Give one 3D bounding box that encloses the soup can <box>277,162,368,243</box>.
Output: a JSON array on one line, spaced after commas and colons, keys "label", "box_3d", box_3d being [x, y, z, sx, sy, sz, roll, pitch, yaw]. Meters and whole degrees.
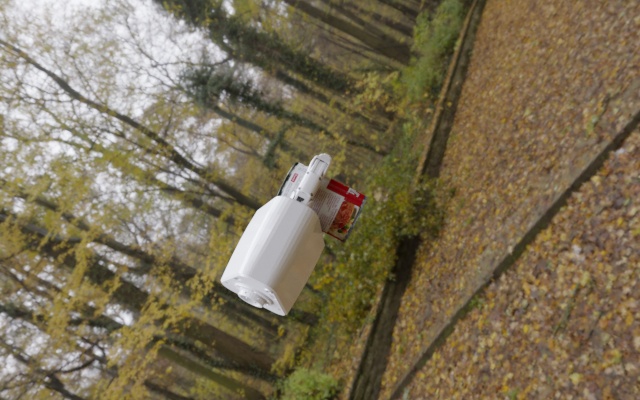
[{"label": "soup can", "box_3d": [0.000, 0.001, 0.614, 0.102, 0.068, 0.068, 27, 1, 2]}]
